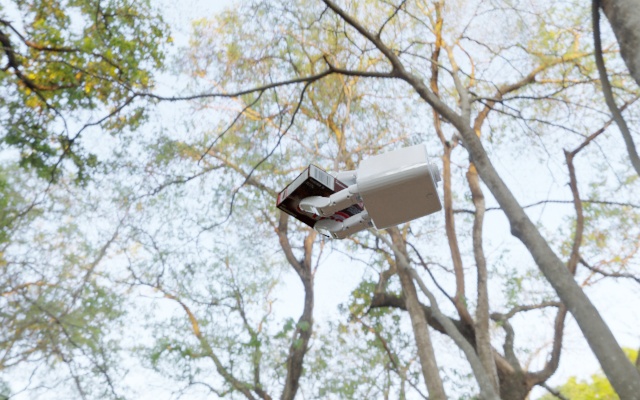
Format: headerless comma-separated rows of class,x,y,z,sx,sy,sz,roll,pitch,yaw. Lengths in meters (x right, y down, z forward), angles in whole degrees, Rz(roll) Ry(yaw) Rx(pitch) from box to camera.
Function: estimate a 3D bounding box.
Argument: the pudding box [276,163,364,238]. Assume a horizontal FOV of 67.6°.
pudding box,0.000,0.002,0.765,0.113,0.039,0.090,33,-53,-22
